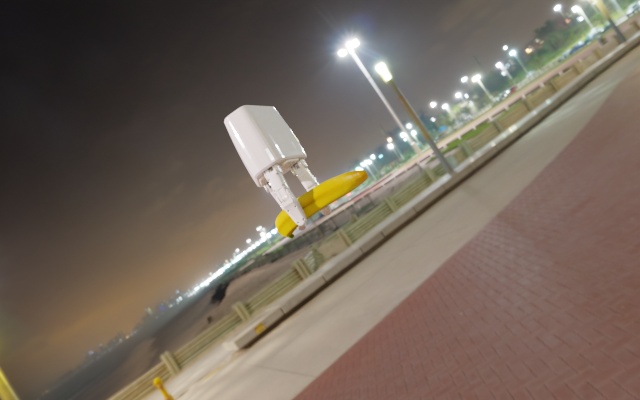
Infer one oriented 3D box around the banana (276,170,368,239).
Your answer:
[{"bbox_3d":[-0.013,0.007,0.756,0.198,0.037,0.069,-37,-14,34],"label":"banana"}]
